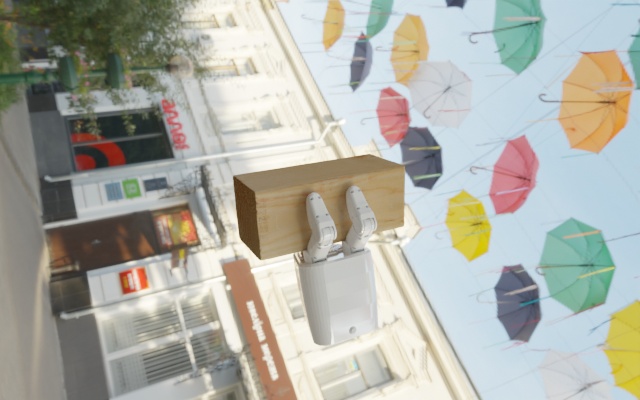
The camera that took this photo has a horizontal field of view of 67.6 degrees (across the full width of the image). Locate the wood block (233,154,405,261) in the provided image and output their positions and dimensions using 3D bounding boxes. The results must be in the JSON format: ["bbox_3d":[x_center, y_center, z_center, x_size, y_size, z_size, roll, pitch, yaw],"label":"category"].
[{"bbox_3d":[0.000,0.002,0.629,0.206,0.090,0.090,-11,19,-25],"label":"wood block"}]
